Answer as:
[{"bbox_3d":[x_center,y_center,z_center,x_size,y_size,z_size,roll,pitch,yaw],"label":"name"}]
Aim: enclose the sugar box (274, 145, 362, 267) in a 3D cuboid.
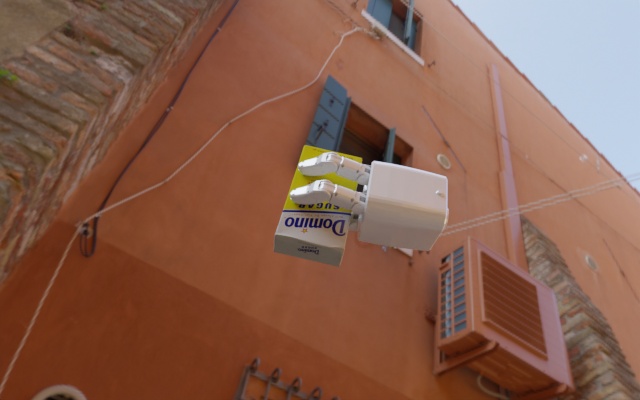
[{"bbox_3d":[0.000,0.002,0.672,0.093,0.176,0.048,12,-43,2],"label":"sugar box"}]
